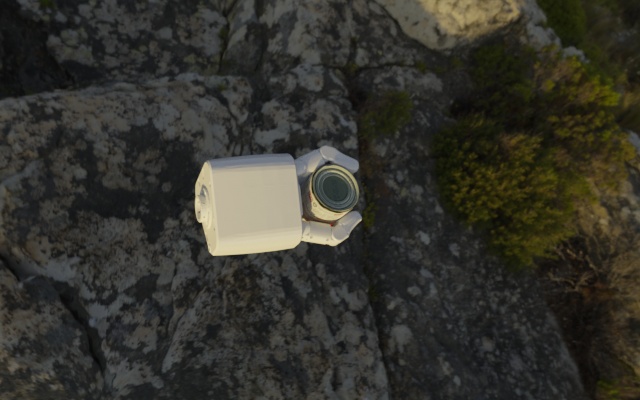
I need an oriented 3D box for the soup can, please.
[{"bbox_3d":[0.001,0.002,0.639,0.068,0.068,0.102,0,-22,-25],"label":"soup can"}]
